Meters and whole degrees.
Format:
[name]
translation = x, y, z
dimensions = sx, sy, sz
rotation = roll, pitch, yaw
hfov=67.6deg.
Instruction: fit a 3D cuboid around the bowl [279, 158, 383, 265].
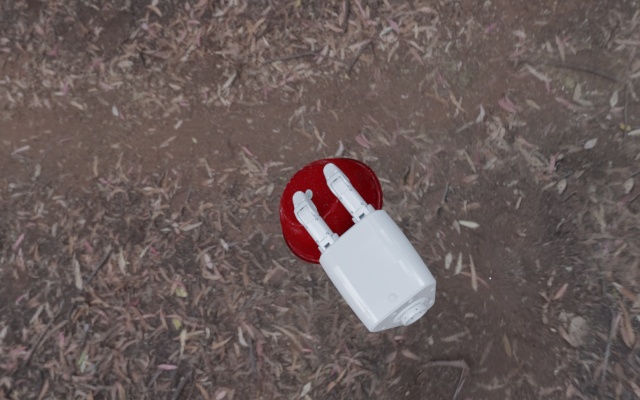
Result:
[bowl]
translation = -0.001, 0.001, 0.649
dimensions = 0.162, 0.162, 0.055
rotation = 0, -23, 34
